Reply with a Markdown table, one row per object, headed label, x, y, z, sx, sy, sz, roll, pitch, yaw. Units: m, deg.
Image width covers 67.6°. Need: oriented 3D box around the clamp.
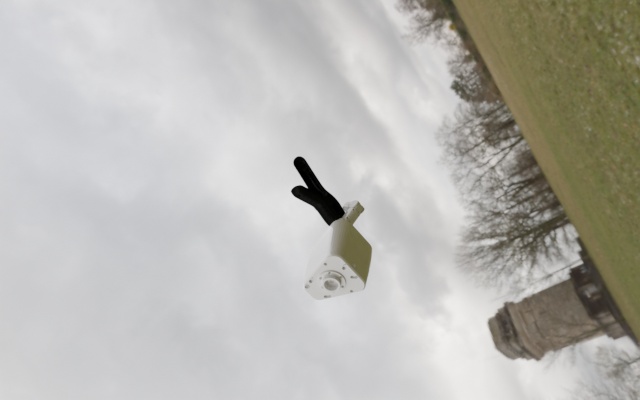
| label | x | y | z | sx | sy | sz | roll | pitch | yaw |
| --- | --- | --- | --- | --- | --- | --- | --- | --- | --- |
| clamp | 0.000 | 0.003 | 0.900 | 0.039 | 0.171 | 0.120 | -33 | 20 | 26 |
